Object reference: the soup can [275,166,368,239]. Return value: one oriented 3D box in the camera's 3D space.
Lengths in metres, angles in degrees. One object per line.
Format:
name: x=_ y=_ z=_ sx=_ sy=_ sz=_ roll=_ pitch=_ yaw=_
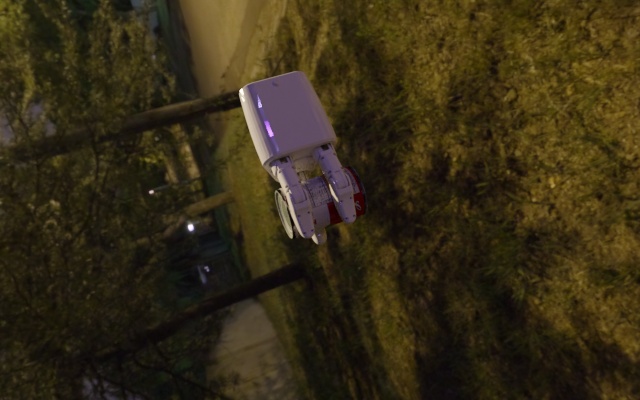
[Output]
soup can: x=0.000 y=0.003 z=0.614 sx=0.102 sy=0.068 sz=0.068 roll=-19 pitch=5 yaw=-14
